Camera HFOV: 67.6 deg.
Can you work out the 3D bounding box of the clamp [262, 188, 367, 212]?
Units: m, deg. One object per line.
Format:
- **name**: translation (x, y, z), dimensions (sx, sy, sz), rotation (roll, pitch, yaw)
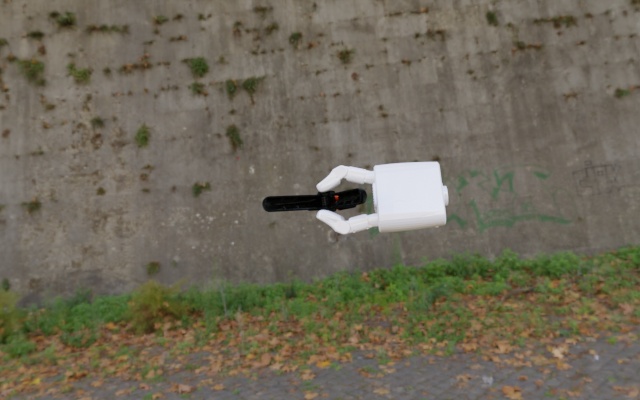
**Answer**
- **clamp**: translation (0.000, 0.002, 0.815), dimensions (0.164, 0.036, 0.210), rotation (-4, -2, 7)
